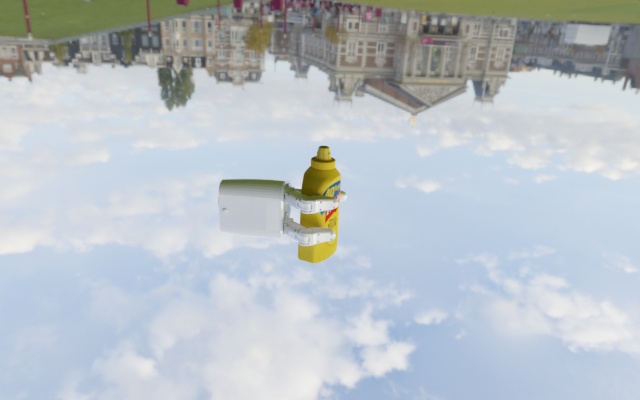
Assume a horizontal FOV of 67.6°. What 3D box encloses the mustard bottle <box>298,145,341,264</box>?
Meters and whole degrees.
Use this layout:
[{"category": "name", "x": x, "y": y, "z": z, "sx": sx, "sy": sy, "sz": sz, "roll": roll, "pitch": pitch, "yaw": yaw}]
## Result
[{"category": "mustard bottle", "x": 0.000, "y": 0.003, "z": 0.800, "sx": 0.058, "sy": 0.192, "sz": 0.096, "roll": 14, "pitch": 23, "yaw": 25}]
